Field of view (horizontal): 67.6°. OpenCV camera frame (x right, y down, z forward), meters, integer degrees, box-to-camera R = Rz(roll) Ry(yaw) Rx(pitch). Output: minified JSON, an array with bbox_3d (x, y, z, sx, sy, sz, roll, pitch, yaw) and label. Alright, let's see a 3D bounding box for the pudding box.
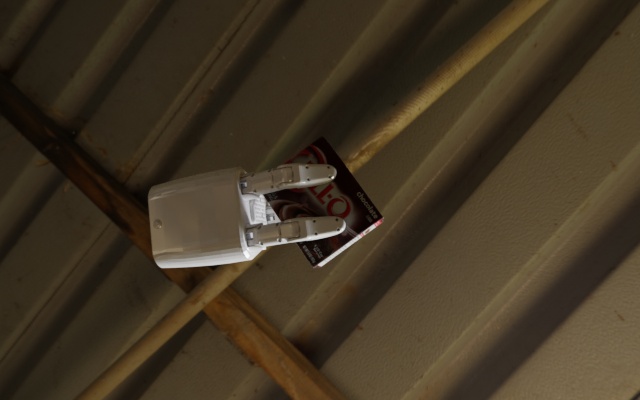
[{"bbox_3d":[0.000,0.002,0.512,0.090,0.113,0.039,-36,-11,4],"label":"pudding box"}]
